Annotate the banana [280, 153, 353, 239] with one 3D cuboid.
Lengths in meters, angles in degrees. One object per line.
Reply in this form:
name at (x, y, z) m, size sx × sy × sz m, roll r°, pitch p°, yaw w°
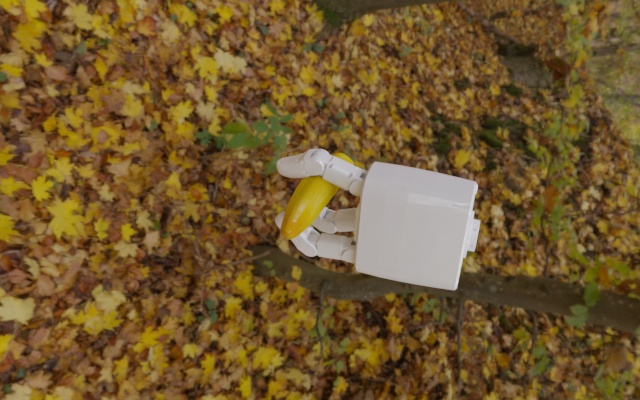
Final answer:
banana at (0.005, -0.016, 0.540) m, size 0.037 × 0.070 × 0.197 m, roll 19°, pitch 20°, yaw 11°
